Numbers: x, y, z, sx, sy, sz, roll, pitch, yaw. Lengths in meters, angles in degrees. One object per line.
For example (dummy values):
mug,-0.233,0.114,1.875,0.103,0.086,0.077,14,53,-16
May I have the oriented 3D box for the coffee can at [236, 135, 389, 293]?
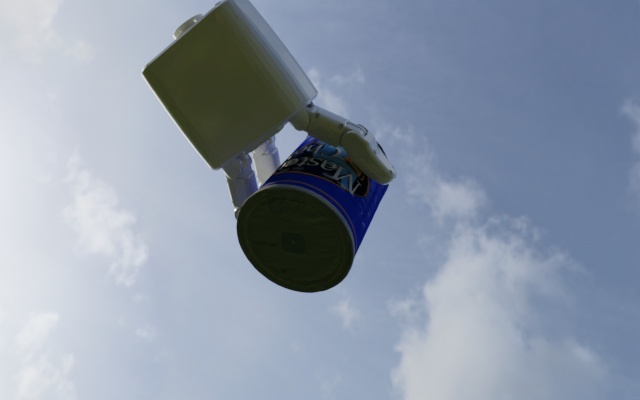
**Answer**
coffee can,0.000,0.002,0.443,0.103,0.103,0.140,0,29,22
